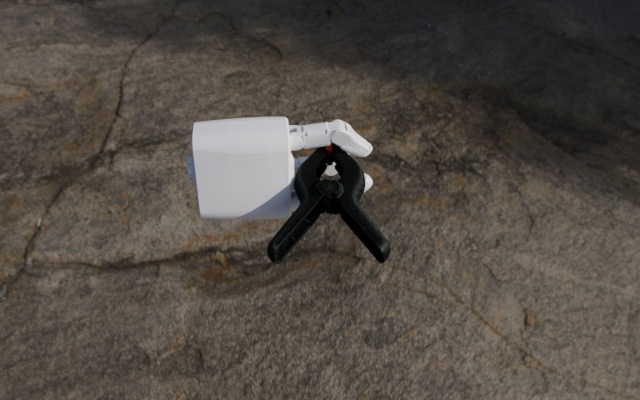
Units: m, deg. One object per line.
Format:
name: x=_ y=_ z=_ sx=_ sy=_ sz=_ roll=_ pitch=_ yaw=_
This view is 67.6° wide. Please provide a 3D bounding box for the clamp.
clamp: x=0.000 y=0.001 z=0.515 sx=0.120 sy=0.039 sz=0.171 roll=-3 pitch=45 yaw=-7
